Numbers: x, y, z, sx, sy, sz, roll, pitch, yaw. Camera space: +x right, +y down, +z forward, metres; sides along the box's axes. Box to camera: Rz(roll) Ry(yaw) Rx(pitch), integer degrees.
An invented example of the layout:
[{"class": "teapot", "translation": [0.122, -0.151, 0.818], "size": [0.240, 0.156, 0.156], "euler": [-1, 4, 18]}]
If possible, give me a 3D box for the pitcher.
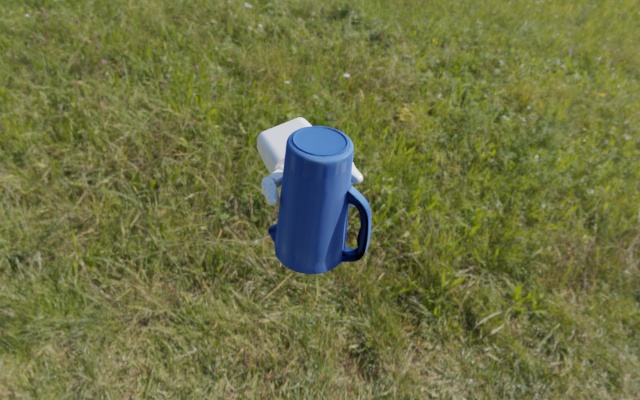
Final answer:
[{"class": "pitcher", "translation": [0.000, 0.003, 0.821], "size": [0.149, 0.243, 0.145], "euler": [-12, 42, -21]}]
